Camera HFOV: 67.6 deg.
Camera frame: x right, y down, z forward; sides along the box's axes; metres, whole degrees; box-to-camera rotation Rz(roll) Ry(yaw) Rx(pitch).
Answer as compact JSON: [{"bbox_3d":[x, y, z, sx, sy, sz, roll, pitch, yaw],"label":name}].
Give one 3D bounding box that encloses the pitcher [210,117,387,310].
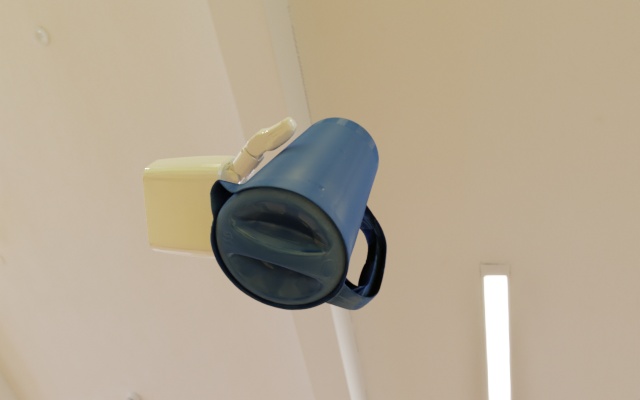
[{"bbox_3d":[0.000,0.002,0.526,0.145,0.149,0.242,-1,27,19],"label":"pitcher"}]
